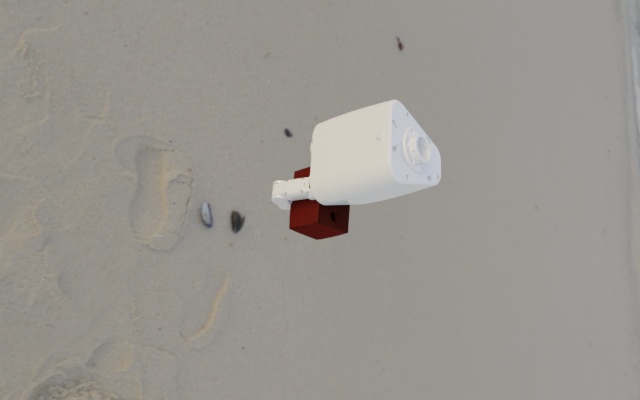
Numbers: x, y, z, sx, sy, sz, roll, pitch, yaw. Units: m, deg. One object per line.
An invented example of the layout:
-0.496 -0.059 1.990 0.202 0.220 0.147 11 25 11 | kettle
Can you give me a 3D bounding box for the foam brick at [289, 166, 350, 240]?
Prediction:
0.000 0.002 0.579 0.051 0.078 0.053 -13 -25 40 | foam brick
